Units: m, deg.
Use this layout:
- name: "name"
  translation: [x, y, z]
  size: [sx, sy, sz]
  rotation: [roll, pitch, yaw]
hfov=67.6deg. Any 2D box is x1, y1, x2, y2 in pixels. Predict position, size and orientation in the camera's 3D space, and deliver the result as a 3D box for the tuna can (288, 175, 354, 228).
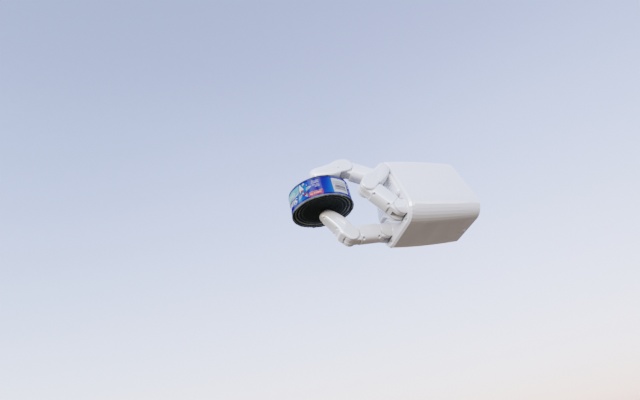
- name: "tuna can"
  translation: [0.000, 0.002, 0.651]
  size: [0.086, 0.033, 0.086]
  rotation: [-11, -30, -7]
